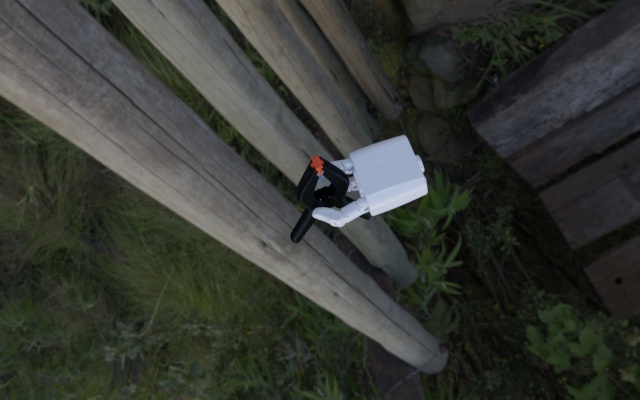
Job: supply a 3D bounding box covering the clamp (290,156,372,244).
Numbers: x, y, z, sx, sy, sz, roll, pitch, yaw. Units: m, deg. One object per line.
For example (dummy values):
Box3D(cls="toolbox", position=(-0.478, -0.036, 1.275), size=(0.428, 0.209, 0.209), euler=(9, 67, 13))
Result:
Box3D(cls="clamp", position=(0.000, 0.003, 0.854), size=(0.164, 0.036, 0.210), euler=(-23, -37, 1))
